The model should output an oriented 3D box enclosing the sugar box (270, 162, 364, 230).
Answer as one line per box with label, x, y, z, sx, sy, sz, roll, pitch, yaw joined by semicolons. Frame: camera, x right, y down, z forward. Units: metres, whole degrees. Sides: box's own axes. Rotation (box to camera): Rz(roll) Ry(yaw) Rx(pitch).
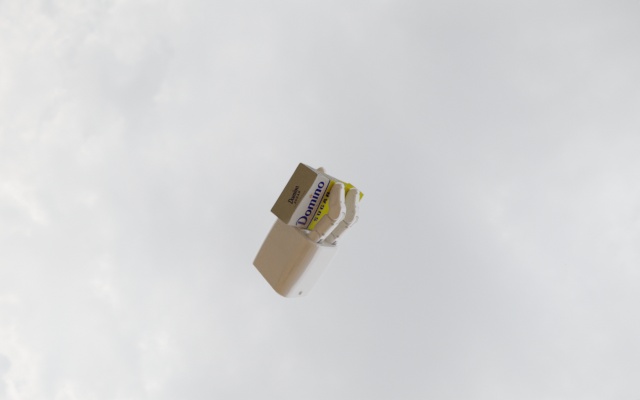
sugar box;0.000;0.003;0.794;0.048;0.093;0.176;36;10;26
